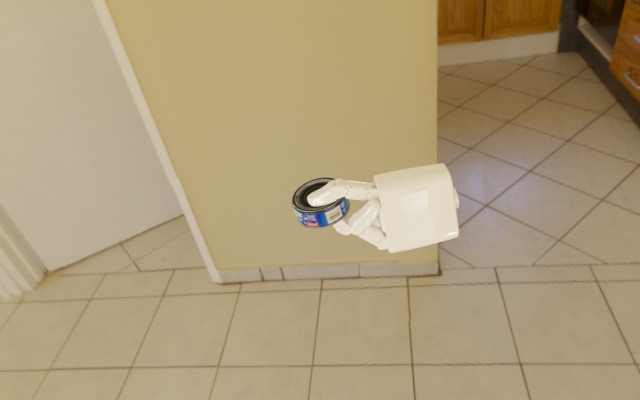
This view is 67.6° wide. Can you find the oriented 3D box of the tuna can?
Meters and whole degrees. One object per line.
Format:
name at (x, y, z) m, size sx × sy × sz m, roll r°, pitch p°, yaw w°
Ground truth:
tuna can at (0.000, 0.002, 0.730) m, size 0.086 × 0.034 × 0.086 m, roll -11°, pitch 38°, yaw 9°
